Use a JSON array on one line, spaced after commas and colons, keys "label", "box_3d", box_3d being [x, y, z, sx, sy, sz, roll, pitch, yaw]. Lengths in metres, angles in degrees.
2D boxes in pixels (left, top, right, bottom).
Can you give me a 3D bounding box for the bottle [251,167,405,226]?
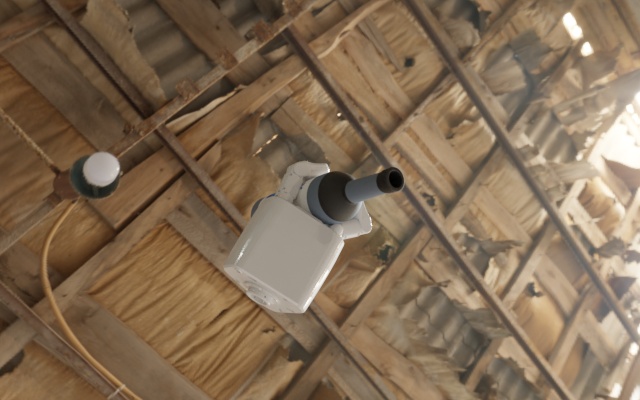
[{"label": "bottle", "box_3d": [0.000, 0.002, 0.634, 0.069, 0.069, 0.296, 0, -10, -34]}]
